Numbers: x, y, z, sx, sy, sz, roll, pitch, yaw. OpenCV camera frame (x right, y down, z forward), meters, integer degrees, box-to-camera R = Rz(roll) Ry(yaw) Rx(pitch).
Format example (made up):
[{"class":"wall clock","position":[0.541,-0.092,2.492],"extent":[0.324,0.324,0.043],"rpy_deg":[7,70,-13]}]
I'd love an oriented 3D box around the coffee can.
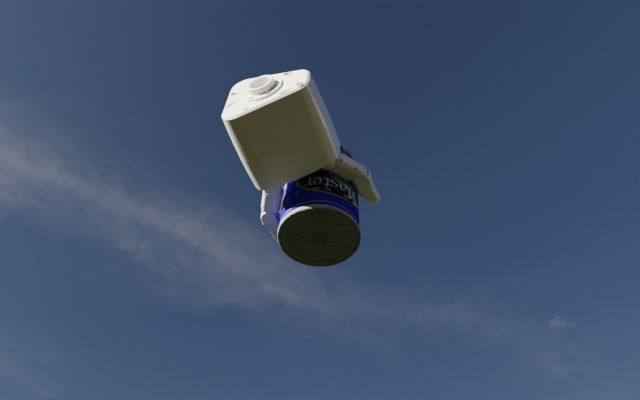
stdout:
[{"class":"coffee can","position":[0.000,0.002,0.637],"extent":[0.103,0.103,0.140],"rpy_deg":[0,40,2]}]
